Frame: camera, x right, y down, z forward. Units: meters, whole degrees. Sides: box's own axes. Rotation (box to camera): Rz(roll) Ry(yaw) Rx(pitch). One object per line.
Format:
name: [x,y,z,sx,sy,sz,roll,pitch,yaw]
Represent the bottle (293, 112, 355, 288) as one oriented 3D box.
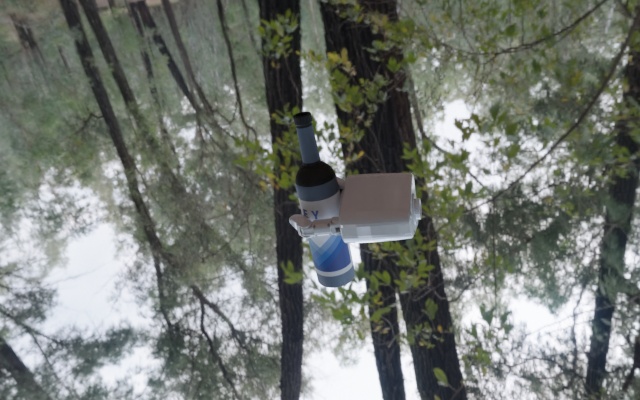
bottle: [0.000,0.003,0.768,0.069,0.296,0.069,-10,26,5]
